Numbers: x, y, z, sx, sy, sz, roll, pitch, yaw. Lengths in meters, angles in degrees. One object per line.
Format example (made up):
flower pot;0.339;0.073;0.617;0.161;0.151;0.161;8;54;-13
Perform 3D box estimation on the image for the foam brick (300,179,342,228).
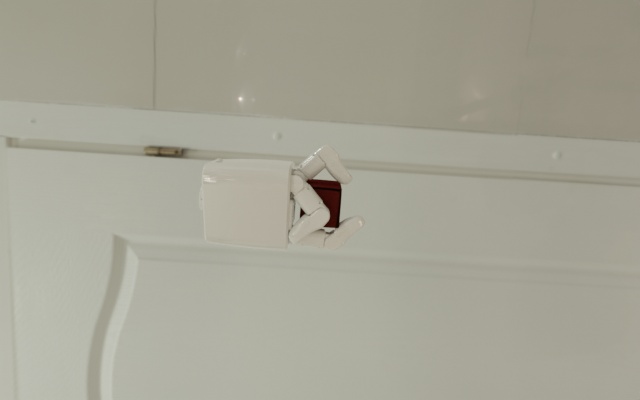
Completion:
foam brick;0.000;0.002;0.636;0.051;0.053;0.078;4;9;0
